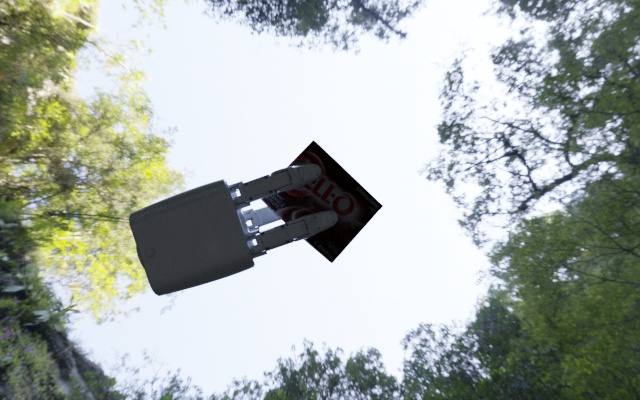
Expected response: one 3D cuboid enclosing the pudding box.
[{"bbox_3d":[0.000,0.002,0.548,0.113,0.090,0.039,43,-9,-4],"label":"pudding box"}]
